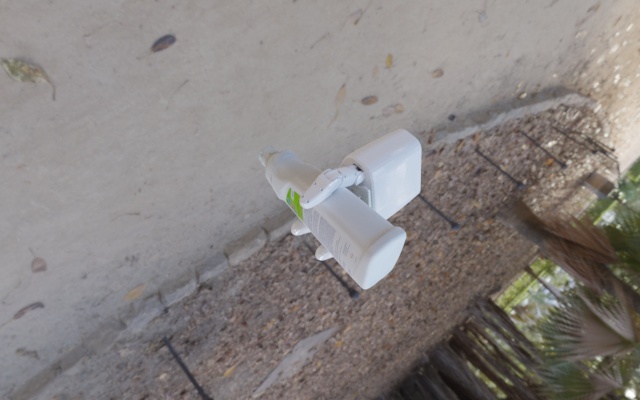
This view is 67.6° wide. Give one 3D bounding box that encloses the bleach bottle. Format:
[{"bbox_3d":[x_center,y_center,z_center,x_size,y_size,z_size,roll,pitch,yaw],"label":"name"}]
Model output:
[{"bbox_3d":[0.000,0.002,0.656,0.068,0.250,0.103,-32,-29,-27],"label":"bleach bottle"}]
